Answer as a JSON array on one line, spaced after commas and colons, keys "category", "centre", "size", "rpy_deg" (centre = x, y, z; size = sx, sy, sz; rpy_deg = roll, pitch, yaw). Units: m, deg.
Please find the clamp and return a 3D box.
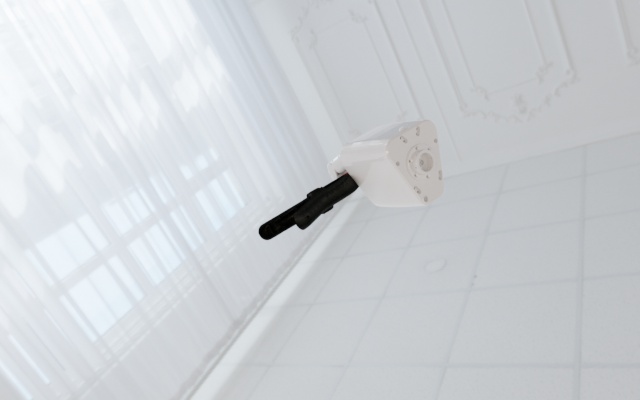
[{"category": "clamp", "centre": [0.000, 0.003, 0.669], "size": [0.171, 0.039, 0.120], "rpy_deg": [-35, 14, -24]}]
